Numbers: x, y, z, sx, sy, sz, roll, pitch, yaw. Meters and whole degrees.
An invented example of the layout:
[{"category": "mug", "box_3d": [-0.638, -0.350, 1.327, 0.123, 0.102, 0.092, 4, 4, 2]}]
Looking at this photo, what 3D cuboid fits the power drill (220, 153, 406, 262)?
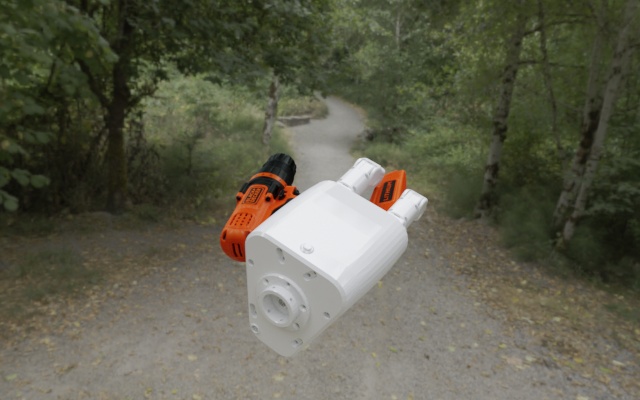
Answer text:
[{"category": "power drill", "box_3d": [0.000, 0.002, 0.537, 0.187, 0.057, 0.184, 0, 36, 15]}]
